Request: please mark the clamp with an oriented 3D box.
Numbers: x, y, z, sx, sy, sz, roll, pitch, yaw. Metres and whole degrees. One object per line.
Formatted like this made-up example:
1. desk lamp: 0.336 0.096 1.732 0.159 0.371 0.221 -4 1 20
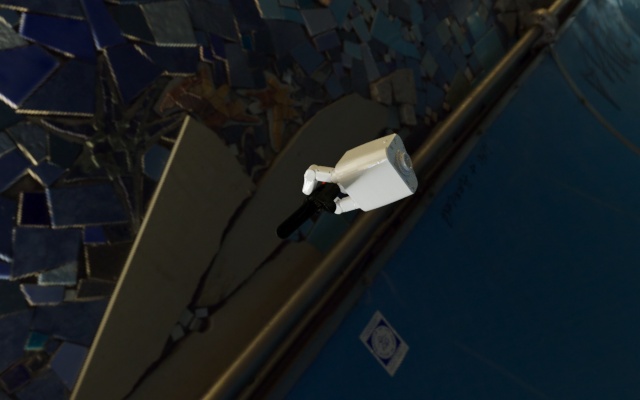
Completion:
1. clamp: 0.000 0.003 0.839 0.120 0.039 0.171 -19 20 33
